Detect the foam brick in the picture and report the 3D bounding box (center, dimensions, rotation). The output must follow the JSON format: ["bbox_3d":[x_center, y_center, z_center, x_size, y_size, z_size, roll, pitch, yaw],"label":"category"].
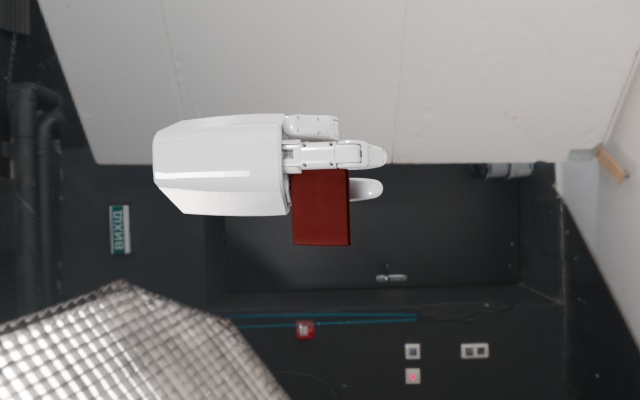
[{"bbox_3d":[0.000,0.002,0.436,0.051,0.078,0.053,-2,-1,-1],"label":"foam brick"}]
